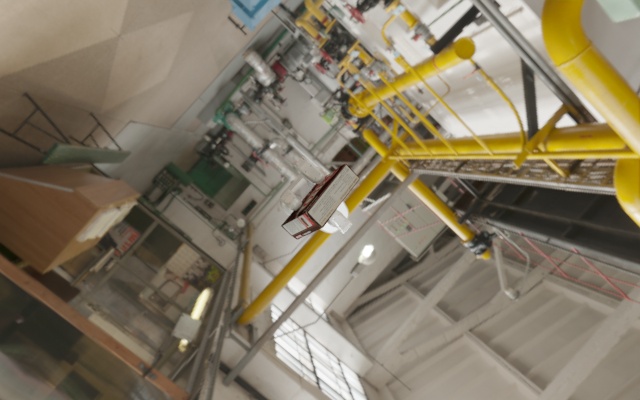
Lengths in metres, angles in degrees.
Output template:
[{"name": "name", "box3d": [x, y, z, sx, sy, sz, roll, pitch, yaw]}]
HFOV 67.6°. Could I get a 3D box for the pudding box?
[{"name": "pudding box", "box3d": [0.000, 0.003, 0.734, 0.039, 0.113, 0.090, 42, -30, -10]}]
